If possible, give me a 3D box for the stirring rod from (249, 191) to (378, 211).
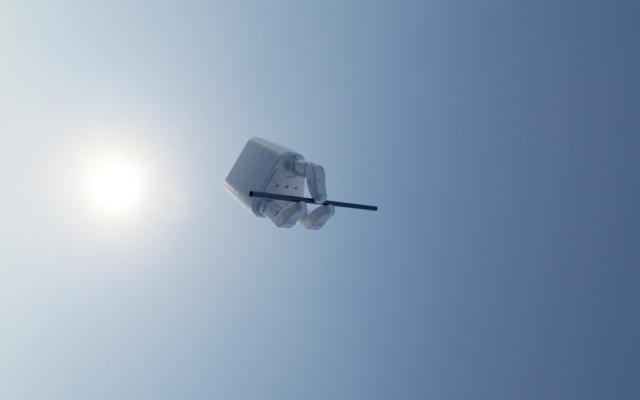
[{"bbox_3d":[0.000,0.002,0.692,0.239,0.011,0.011,7,-5,-42],"label":"stirring rod"}]
